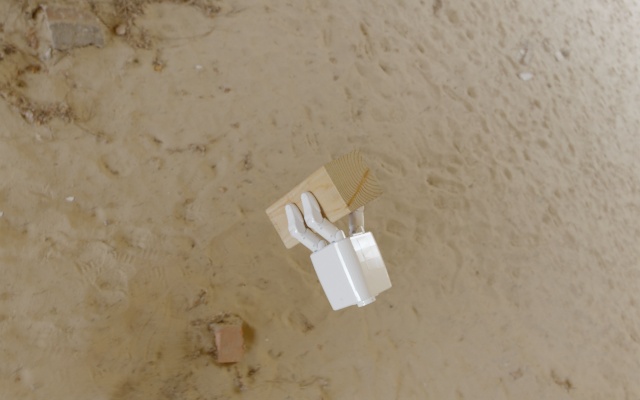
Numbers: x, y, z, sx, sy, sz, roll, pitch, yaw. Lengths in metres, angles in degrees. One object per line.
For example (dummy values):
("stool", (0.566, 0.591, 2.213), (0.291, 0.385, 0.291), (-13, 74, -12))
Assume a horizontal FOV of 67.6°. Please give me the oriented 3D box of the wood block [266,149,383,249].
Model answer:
("wood block", (0.001, 0.003, 0.859), (0.091, 0.090, 0.206), (-28, -4, -40))
